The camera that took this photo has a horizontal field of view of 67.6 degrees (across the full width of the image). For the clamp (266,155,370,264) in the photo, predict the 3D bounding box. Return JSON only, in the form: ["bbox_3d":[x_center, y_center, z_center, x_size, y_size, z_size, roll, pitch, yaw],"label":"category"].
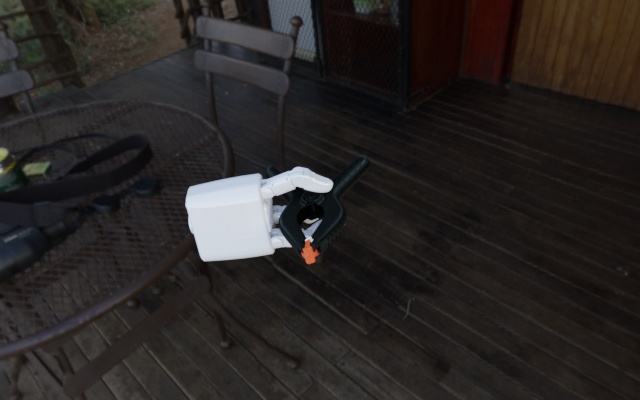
[{"bbox_3d":[0.000,0.002,0.684,0.164,0.036,0.209,-11,39,4],"label":"clamp"}]
